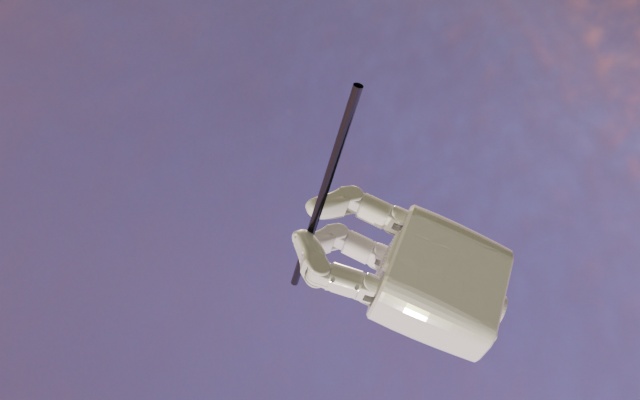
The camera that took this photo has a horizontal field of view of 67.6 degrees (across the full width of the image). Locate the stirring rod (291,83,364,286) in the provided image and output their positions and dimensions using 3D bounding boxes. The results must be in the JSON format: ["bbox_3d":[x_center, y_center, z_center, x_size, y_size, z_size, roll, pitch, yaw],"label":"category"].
[{"bbox_3d":[0.000,0.001,0.431,0.011,0.240,0.011,10,42,-9],"label":"stirring rod"}]
